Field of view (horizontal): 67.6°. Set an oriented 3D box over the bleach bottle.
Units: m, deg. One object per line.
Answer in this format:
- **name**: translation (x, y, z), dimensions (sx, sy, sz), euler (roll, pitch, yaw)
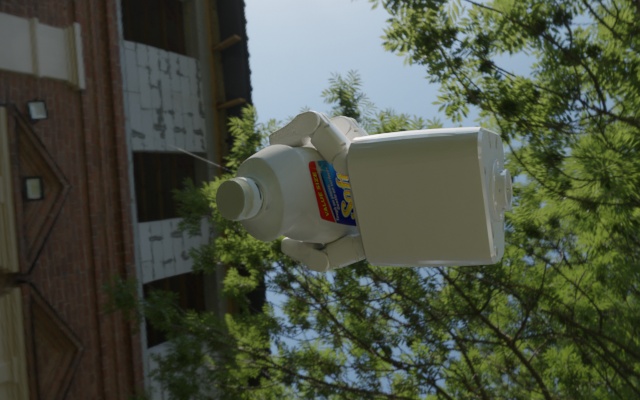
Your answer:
- **bleach bottle**: translation (0.000, 0.001, 0.447), dimensions (0.068, 0.102, 0.251), euler (-3, 2, 31)
